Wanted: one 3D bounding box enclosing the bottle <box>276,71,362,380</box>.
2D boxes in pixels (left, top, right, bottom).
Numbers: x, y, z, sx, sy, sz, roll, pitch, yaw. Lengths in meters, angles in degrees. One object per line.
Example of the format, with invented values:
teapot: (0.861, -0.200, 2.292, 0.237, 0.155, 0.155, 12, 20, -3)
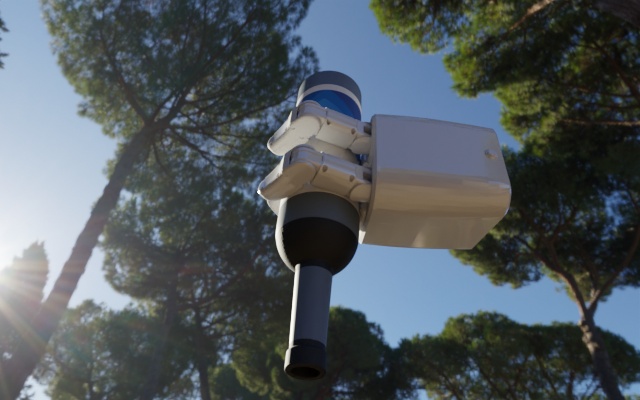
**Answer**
bottle: (0.000, 0.001, 0.405, 0.069, 0.295, 0.069, 3, -42, 3)
